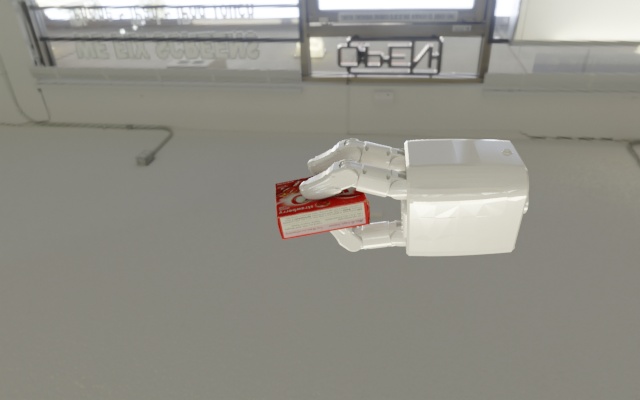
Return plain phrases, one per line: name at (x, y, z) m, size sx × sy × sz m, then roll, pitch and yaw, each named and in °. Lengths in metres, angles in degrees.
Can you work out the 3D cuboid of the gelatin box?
gelatin box at (0.000, 0.002, 0.482) m, size 0.089 × 0.030 × 0.073 m, roll -11°, pitch 28°, yaw -1°
